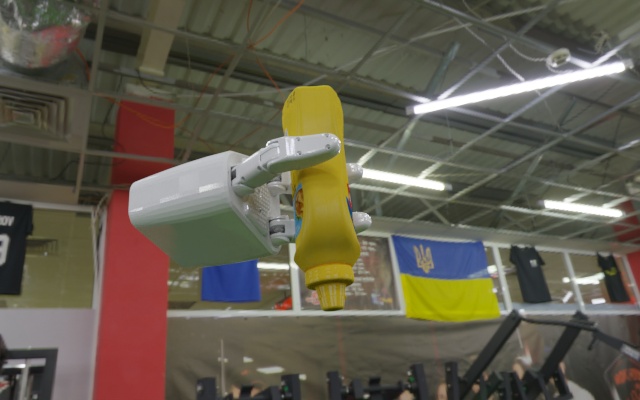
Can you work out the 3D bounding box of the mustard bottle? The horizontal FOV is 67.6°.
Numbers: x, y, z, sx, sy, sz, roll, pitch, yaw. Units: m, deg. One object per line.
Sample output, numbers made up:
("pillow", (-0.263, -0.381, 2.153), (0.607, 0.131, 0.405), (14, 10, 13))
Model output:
("mustard bottle", (0.000, 0.001, 0.425), (0.058, 0.191, 0.096), (-3, -23, -6))
